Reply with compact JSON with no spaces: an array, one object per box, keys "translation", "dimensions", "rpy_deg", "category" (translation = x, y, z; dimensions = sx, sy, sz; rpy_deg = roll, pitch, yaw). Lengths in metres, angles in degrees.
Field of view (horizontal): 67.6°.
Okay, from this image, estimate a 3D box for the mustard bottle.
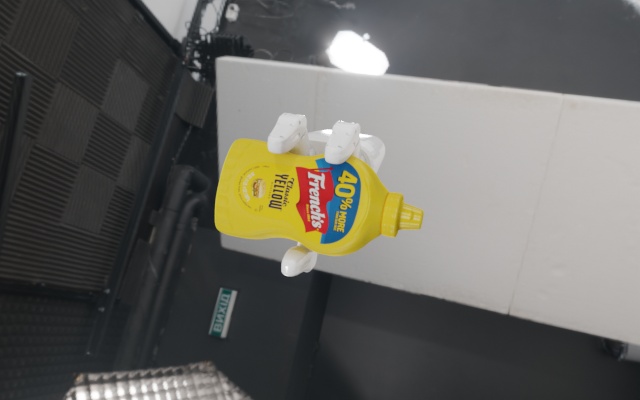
[{"translation":[0.000,0.001,0.452],"dimensions":[0.191,0.096,0.058],"rpy_deg":[10,-7,15],"category":"mustard bottle"}]
